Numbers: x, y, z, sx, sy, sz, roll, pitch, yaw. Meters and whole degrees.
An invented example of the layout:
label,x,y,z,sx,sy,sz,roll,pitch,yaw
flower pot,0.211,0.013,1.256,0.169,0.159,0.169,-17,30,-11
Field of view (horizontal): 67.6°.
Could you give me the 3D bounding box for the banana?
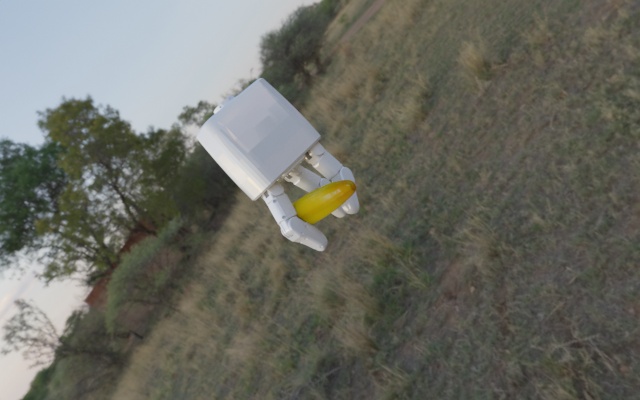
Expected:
label,x,y,z,sx,sy,sz,roll,pitch,yaw
banana,-0.016,0.012,0.614,0.069,0.037,0.198,-33,-1,-19
